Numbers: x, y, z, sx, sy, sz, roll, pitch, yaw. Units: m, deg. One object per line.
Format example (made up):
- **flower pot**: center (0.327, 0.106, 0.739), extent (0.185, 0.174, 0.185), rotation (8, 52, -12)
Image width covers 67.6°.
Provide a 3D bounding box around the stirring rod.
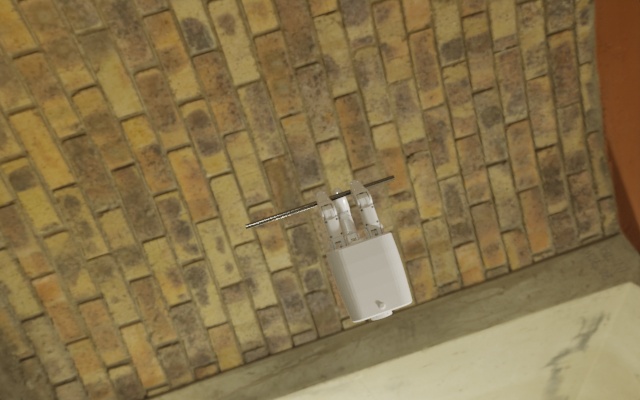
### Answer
- **stirring rod**: center (0.000, 0.003, 0.734), extent (0.239, 0.011, 0.011), rotation (-19, 1, -3)
